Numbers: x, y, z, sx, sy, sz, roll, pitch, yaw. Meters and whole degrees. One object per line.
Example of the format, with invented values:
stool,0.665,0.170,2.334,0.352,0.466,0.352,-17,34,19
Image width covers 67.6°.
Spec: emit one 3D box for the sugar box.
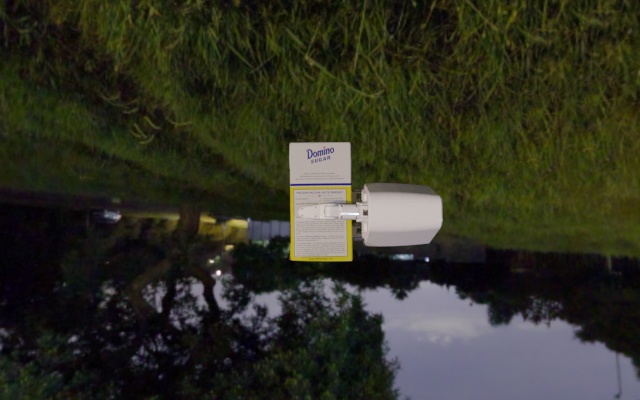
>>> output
sugar box,0.000,0.002,0.719,0.093,0.176,0.048,0,-5,-1
